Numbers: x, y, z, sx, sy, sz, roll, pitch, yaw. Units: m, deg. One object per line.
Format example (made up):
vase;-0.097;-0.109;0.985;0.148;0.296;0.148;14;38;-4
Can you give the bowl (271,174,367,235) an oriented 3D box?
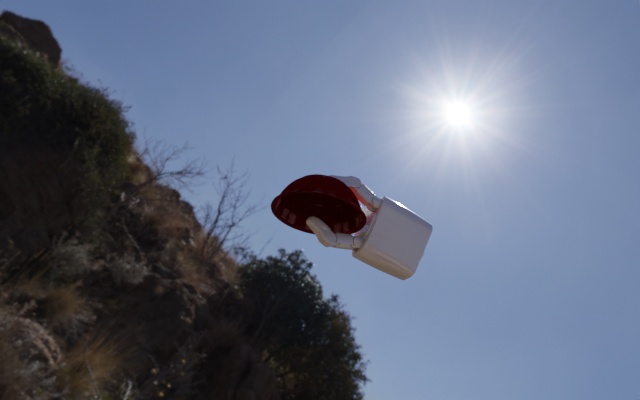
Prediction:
bowl;-0.001;0.002;0.805;0.162;0.055;0.162;8;-27;4
